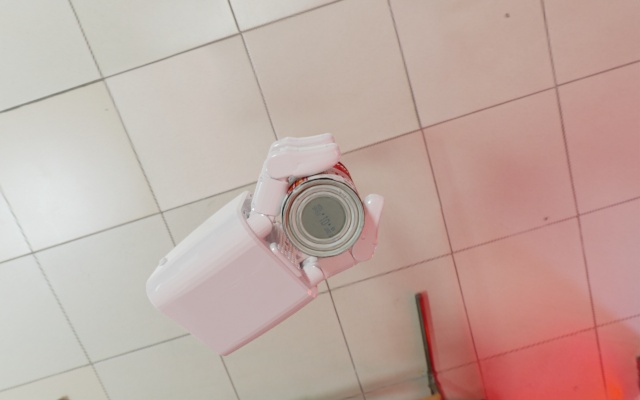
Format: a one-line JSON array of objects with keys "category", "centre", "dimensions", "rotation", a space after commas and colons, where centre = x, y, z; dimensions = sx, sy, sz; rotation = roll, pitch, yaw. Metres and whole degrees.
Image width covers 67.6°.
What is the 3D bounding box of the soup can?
[{"category": "soup can", "centre": [0.001, 0.001, 0.421], "dimensions": [0.068, 0.068, 0.102], "rotation": [0, 15, -2]}]
